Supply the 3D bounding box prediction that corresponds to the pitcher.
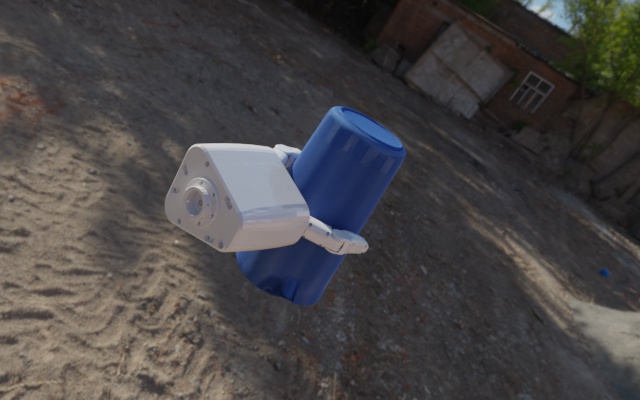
[{"bbox_3d":[0.000,0.002,0.624,0.149,0.243,0.145,44,25,27],"label":"pitcher"}]
